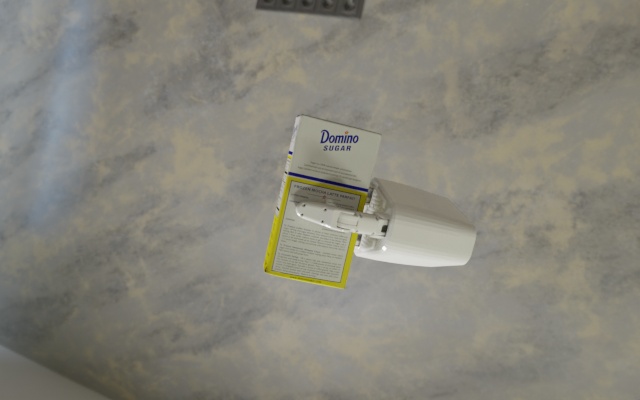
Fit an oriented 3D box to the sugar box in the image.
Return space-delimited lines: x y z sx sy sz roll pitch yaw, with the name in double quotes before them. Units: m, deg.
"sugar box" 0.000 0.002 0.529 0.093 0.176 0.048 13 3 -12
